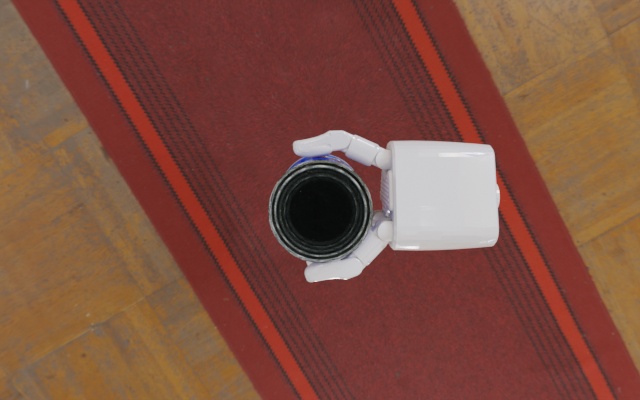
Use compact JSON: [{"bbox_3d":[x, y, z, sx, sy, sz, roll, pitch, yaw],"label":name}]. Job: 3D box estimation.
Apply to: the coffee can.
[{"bbox_3d":[0.000,0.002,0.531,0.103,0.103,0.140,0,8,0],"label":"coffee can"}]
